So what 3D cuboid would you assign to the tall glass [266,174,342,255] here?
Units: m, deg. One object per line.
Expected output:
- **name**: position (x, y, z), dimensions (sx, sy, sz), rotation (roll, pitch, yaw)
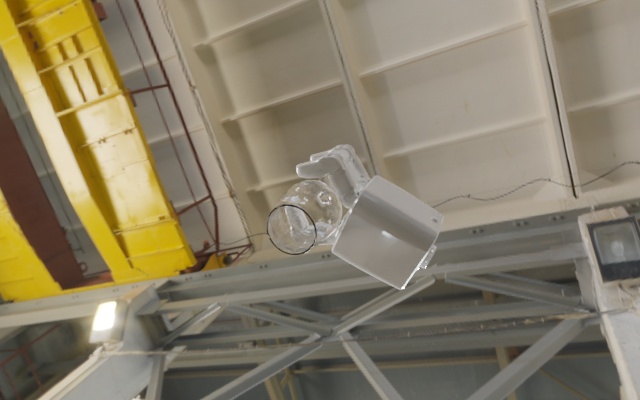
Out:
- **tall glass**: position (0.000, 0.002, 0.624), dimensions (0.079, 0.079, 0.201), rotation (0, 18, 21)
